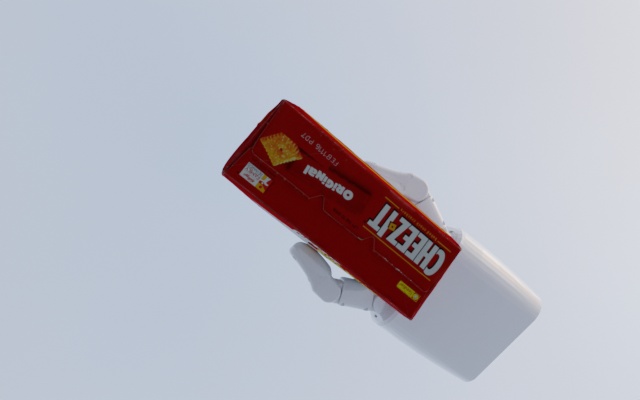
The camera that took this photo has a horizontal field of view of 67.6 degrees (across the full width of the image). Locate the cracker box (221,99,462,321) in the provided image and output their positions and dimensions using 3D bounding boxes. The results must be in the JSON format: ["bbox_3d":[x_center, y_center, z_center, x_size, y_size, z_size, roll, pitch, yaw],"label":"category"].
[{"bbox_3d":[0.000,0.001,0.414,0.164,0.072,0.213,38,-5,-11],"label":"cracker box"}]
